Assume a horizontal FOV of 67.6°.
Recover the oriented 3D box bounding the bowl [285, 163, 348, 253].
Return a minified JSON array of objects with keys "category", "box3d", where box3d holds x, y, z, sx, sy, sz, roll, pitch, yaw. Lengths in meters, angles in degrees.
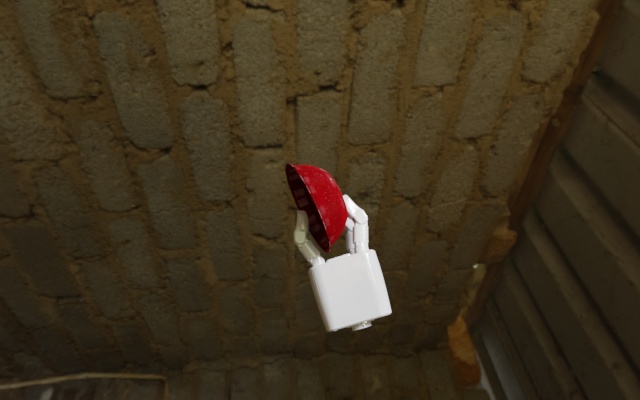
[{"category":"bowl","box3d":[0.000,0.001,0.792,0.055,0.162,0.162,-25,6,-12]}]
